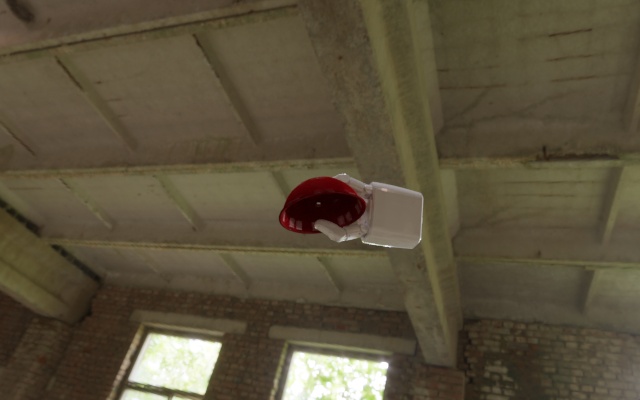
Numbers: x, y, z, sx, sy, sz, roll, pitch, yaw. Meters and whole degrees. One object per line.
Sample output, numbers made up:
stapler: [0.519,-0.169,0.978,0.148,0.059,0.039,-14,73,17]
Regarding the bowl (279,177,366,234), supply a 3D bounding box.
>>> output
bowl: [-0.001,0.002,0.880,0.162,0.055,0.162,-8,-28,-4]
